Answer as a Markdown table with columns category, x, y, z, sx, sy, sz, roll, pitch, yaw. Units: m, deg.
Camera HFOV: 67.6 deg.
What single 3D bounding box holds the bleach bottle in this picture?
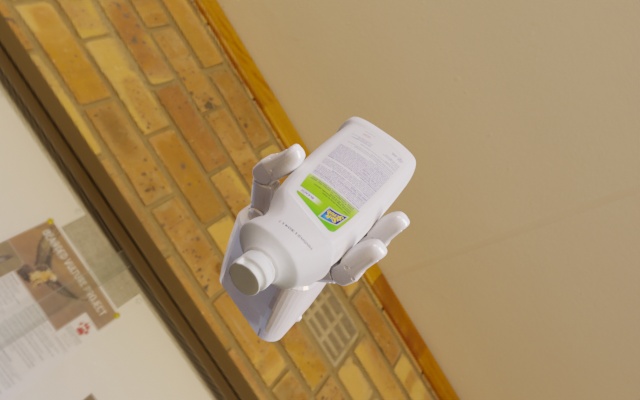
| category | x | y | z | sx | sy | sz | roll | pitch | yaw |
| --- | --- | --- | --- | --- | --- | --- | --- | --- | --- |
| bleach bottle | 0.000 | 0.001 | 0.449 | 0.102 | 0.068 | 0.250 | 36 | 39 | 13 |
